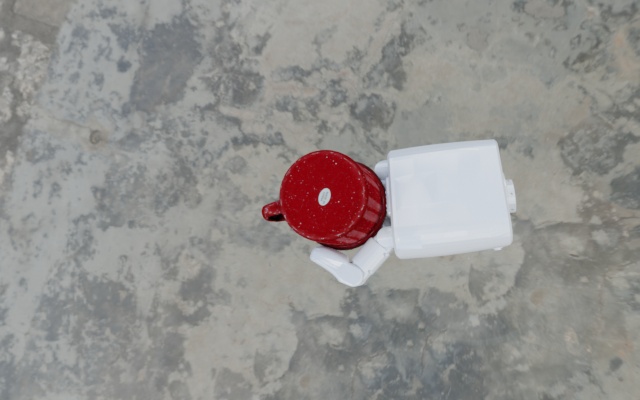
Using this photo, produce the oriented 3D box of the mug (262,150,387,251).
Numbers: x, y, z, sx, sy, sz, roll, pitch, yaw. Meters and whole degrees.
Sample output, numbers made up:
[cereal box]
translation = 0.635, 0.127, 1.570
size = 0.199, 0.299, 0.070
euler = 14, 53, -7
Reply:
[mug]
translation = -0.001, 0.002, 0.452
size = 0.117, 0.093, 0.081
euler = -9, -9, 15
